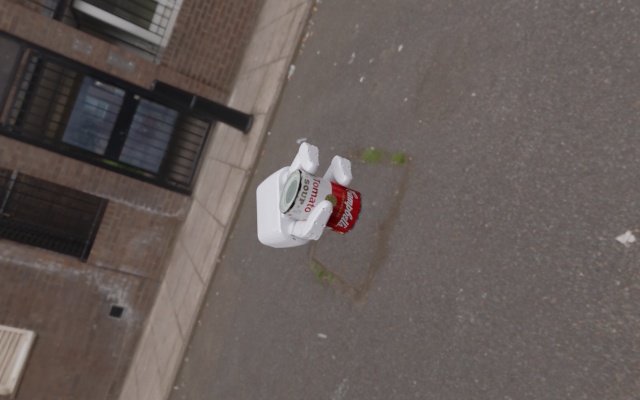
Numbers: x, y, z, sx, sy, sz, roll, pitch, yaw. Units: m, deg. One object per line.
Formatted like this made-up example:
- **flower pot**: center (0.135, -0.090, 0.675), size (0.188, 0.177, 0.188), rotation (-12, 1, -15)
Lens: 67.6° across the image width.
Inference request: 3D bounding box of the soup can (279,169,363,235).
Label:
- **soup can**: center (0.000, 0.002, 0.682), size (0.102, 0.068, 0.068), rotation (20, -8, -23)
